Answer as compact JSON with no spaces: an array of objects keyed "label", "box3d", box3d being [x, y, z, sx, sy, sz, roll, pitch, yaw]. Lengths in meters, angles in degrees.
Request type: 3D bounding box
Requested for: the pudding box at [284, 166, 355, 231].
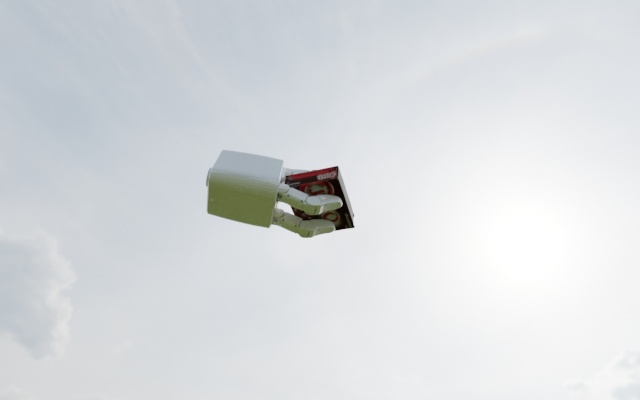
[{"label":"pudding box","box3d":[0.000,0.002,0.774,0.090,0.039,0.114,-10,-47,14]}]
